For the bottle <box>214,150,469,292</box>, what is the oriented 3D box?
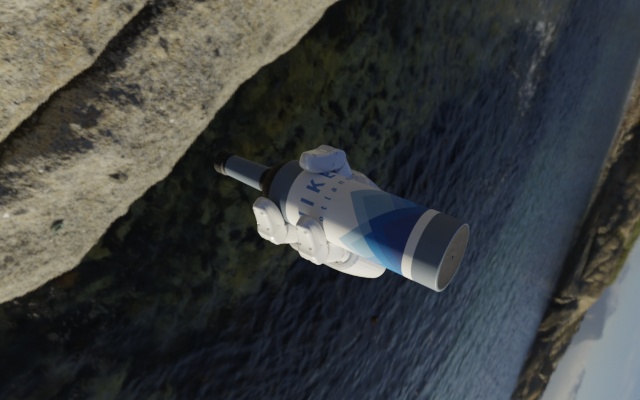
[{"bbox_3d":[0.000,0.002,0.495,0.295,0.069,0.069,22,12,30],"label":"bottle"}]
